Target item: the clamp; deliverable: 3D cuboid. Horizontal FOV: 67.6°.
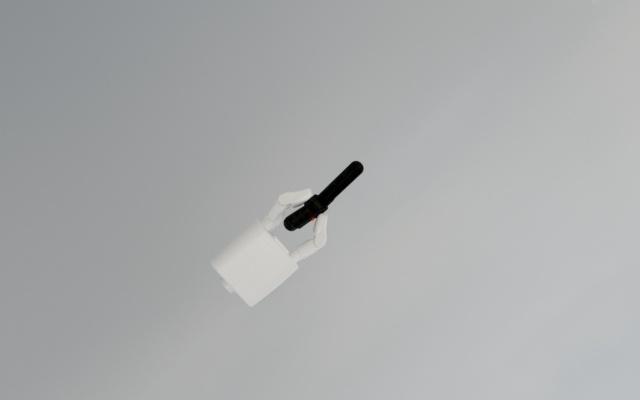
[{"bbox_3d":[0.000,0.004,0.848,0.164,0.036,0.210,-40,-3,-8],"label":"clamp"}]
